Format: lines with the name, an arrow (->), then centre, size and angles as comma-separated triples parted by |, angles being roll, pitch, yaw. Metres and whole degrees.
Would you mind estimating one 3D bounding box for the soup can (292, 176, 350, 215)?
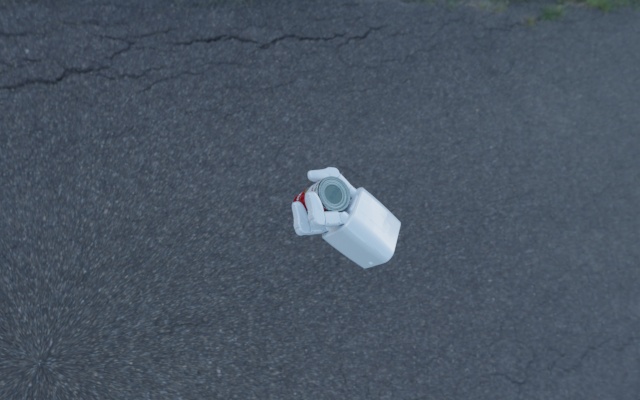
soup can -> 0.000, 0.002, 0.868 | 0.068, 0.068, 0.102 | 0, -16, -31
